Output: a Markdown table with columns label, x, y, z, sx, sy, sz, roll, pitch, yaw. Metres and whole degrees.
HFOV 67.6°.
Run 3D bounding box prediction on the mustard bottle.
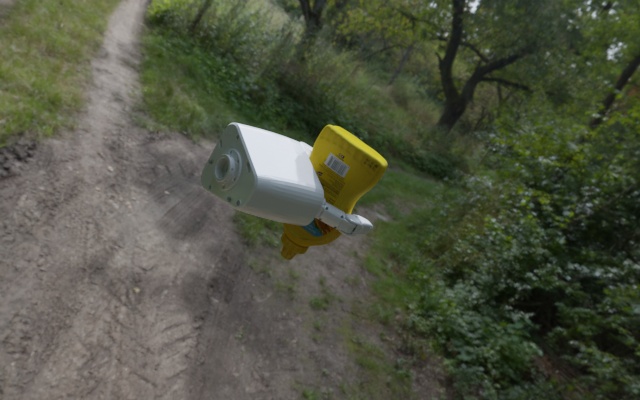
| label | x | y | z | sx | sy | sz | roll | pitch | yaw |
| --- | --- | --- | --- | --- | --- | --- | --- | --- | --- |
| mustard bottle | 0.000 | 0.002 | 0.642 | 0.096 | 0.192 | 0.058 | 38 | 18 | 16 |
